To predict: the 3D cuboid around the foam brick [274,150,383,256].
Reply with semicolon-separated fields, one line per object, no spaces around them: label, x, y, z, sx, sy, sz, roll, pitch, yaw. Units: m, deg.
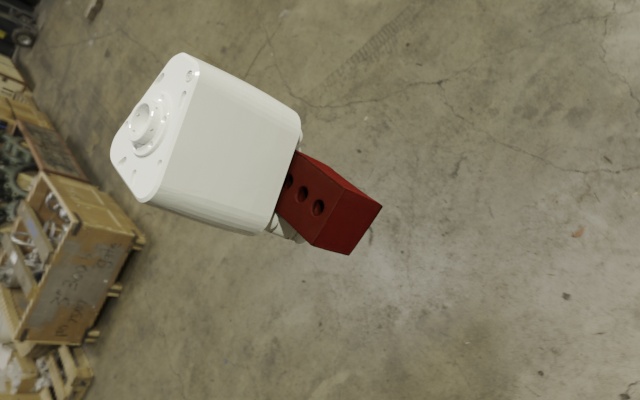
foam brick;0.000;0.001;0.400;0.051;0.053;0.078;22;13;-48
